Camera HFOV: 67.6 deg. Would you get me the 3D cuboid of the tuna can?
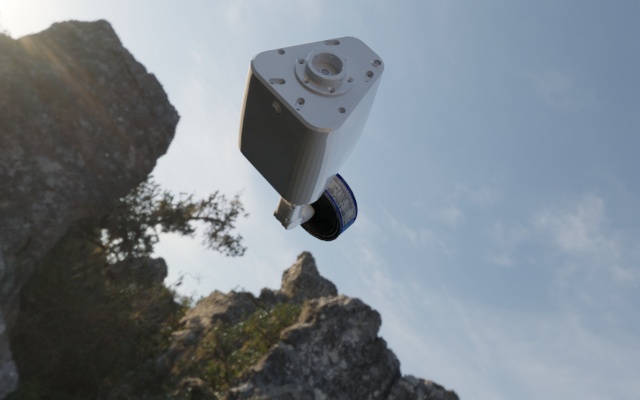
[{"bbox_3d":[0.000,0.001,0.537,0.033,0.086,0.086,-38,22,-32],"label":"tuna can"}]
